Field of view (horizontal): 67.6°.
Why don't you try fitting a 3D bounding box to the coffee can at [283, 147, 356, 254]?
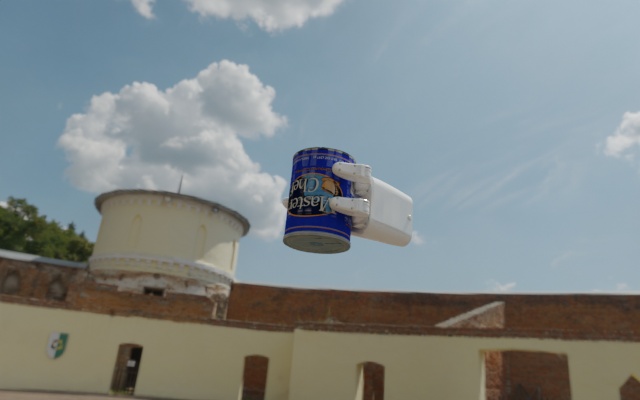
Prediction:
[{"bbox_3d":[0.000,0.003,0.742,0.103,0.140,0.103,5,-20,2],"label":"coffee can"}]
